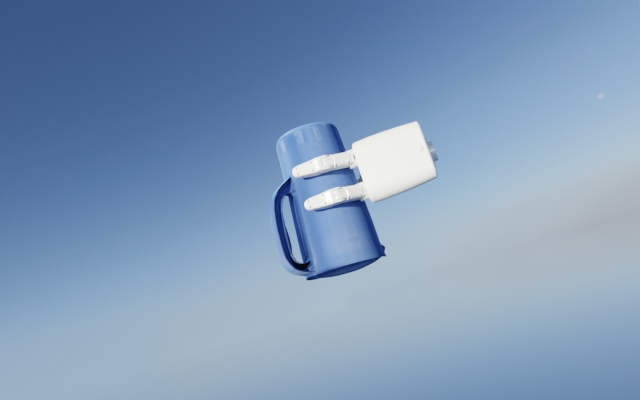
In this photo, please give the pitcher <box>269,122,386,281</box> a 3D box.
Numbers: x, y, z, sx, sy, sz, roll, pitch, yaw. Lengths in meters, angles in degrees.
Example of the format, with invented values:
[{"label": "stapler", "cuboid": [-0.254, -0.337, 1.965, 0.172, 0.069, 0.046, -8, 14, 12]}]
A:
[{"label": "pitcher", "cuboid": [0.000, 0.002, 0.773, 0.145, 0.242, 0.149, -20, -13, 13]}]
